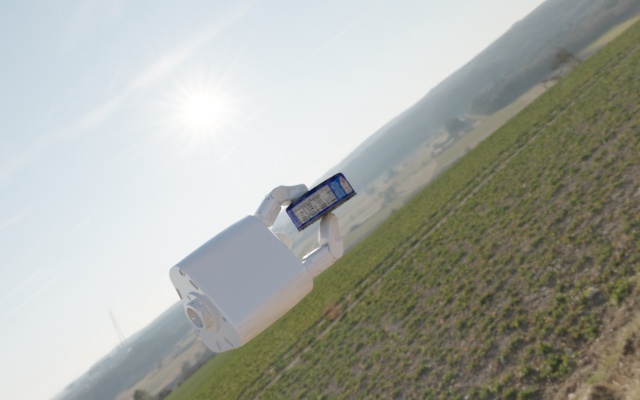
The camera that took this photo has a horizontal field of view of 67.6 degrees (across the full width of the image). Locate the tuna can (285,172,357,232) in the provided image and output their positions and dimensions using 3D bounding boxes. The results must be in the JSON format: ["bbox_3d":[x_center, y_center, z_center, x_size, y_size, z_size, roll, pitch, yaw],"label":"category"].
[{"bbox_3d":[0.000,0.001,0.584,0.086,0.034,0.086,-34,-3,-2],"label":"tuna can"}]
